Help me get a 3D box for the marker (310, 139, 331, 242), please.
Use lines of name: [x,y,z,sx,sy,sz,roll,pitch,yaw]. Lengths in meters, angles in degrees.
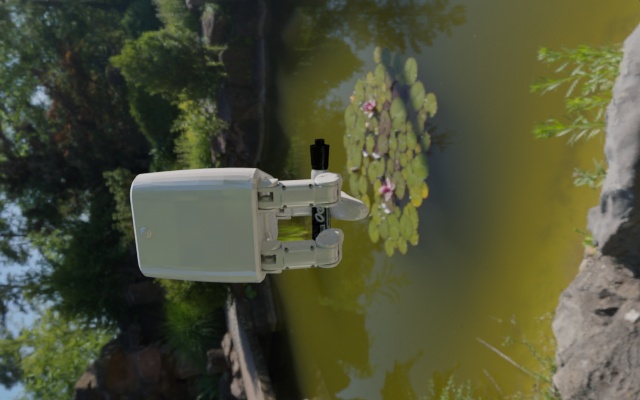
marker: [0.000,0.002,0.459,0.020,0.121,0.020,-1,14,0]
